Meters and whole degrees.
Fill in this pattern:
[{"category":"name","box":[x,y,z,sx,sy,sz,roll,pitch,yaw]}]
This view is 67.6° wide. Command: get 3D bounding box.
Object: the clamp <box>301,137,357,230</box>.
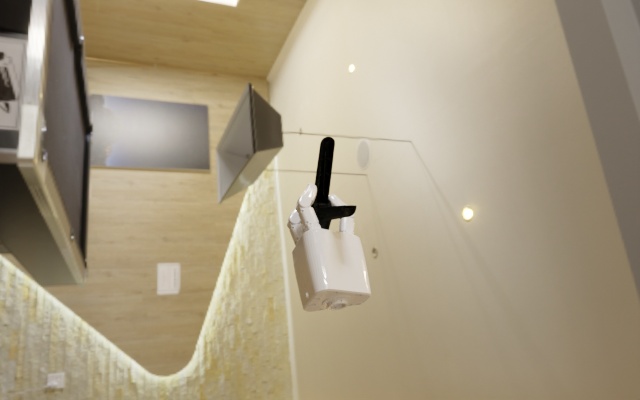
[{"category":"clamp","box":[0.001,0.003,0.847,0.036,0.164,0.210,3,-34,-21]}]
